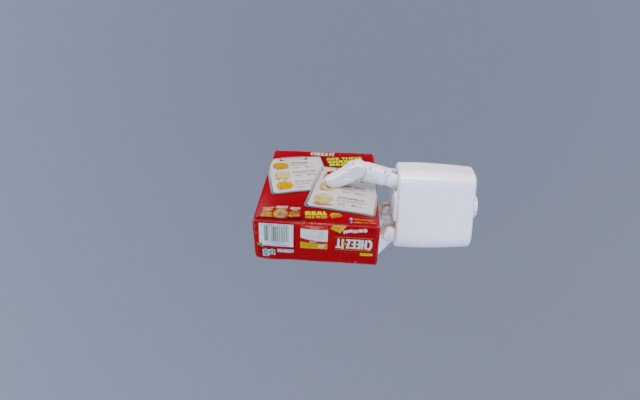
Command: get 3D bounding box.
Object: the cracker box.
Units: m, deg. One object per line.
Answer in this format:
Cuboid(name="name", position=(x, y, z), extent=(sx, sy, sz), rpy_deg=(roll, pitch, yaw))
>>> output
Cuboid(name="cracker box", position=(0.000, 0.002, 0.702), extent=(0.164, 0.072, 0.213), rpy_deg=(3, 30, 2))
